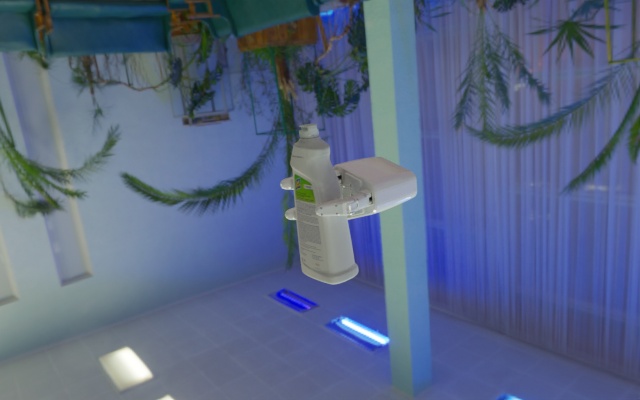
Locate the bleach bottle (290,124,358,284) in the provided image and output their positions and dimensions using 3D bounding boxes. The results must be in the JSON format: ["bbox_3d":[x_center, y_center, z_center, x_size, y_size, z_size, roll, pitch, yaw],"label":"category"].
[{"bbox_3d":[0.000,0.003,0.776,0.068,0.251,0.102,-18,18,-38],"label":"bleach bottle"}]
